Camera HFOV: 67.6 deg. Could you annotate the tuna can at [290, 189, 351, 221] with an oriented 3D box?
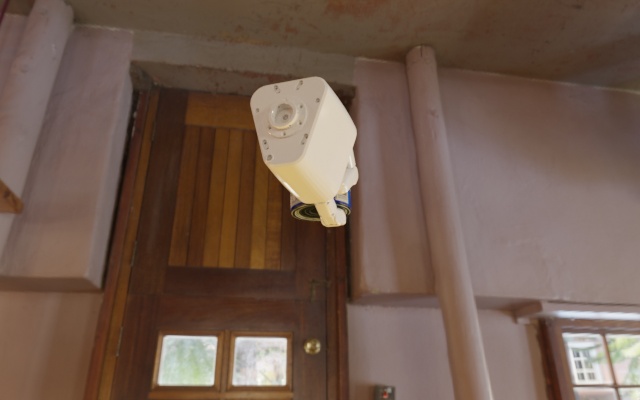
[{"bbox_3d":[0.000,0.003,0.671,0.086,0.033,0.086,-2,-19,-1],"label":"tuna can"}]
